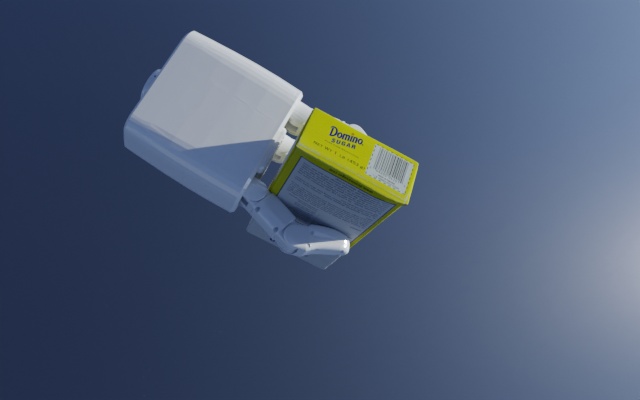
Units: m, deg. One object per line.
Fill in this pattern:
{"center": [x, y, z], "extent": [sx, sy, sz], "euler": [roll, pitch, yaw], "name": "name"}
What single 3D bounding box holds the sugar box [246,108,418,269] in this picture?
{"center": [0.000, 0.001, 0.419], "extent": [0.093, 0.048, 0.176], "euler": [28, -28, -8], "name": "sugar box"}
